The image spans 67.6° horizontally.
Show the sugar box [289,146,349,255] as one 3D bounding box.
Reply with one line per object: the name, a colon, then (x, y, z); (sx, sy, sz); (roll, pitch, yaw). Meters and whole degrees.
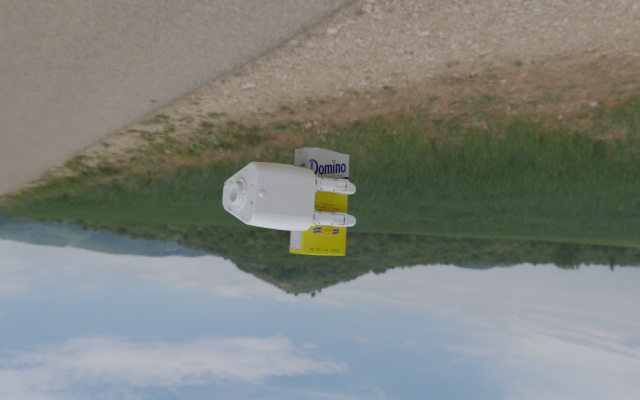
sugar box: (0.000, 0.003, 0.804); (0.093, 0.176, 0.048); (7, -5, -38)
